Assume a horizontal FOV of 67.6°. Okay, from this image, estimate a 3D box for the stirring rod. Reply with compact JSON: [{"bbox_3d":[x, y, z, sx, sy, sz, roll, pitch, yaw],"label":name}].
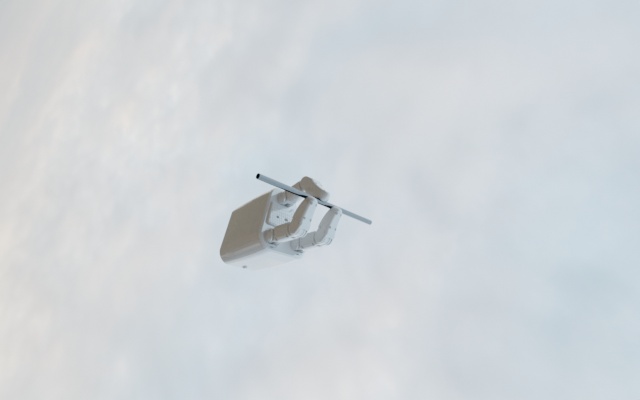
[{"bbox_3d":[0.000,0.002,0.697,0.011,0.011,0.239,0,-16,44],"label":"stirring rod"}]
